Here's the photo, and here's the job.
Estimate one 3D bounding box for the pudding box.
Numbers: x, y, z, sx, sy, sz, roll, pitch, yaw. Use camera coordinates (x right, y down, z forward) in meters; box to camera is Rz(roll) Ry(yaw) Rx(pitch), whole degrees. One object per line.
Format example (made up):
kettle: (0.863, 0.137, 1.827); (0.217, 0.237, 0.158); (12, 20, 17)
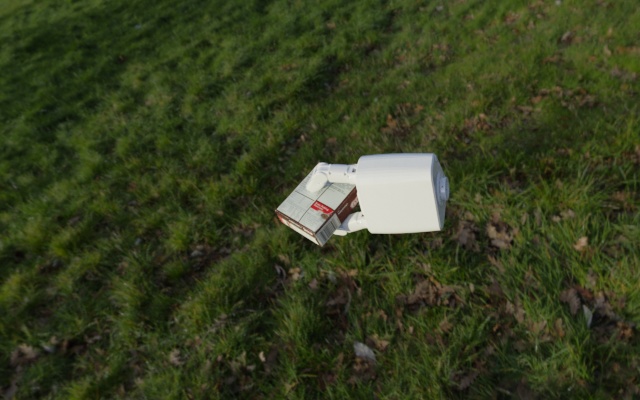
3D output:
pudding box: (0.000, 0.002, 0.733); (0.090, 0.113, 0.039); (28, -23, 36)
